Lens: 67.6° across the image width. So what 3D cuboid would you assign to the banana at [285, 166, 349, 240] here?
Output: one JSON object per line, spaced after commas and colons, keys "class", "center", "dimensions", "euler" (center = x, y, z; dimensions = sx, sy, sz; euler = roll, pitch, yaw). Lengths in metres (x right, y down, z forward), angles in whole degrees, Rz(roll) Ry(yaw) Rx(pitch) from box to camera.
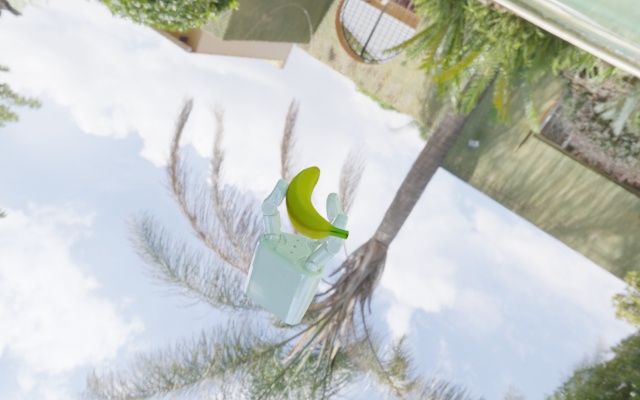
{"class": "banana", "center": [-0.017, 0.002, 0.681], "dimensions": [0.069, 0.037, 0.197], "euler": [6, 30, -17]}
